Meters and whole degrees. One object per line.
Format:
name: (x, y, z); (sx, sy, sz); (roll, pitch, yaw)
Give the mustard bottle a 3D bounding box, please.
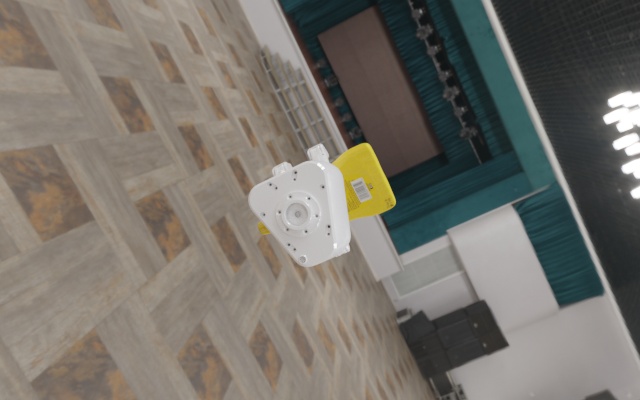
mustard bottle: (0.000, 0.002, 0.666); (0.191, 0.096, 0.058); (-25, 21, 9)
